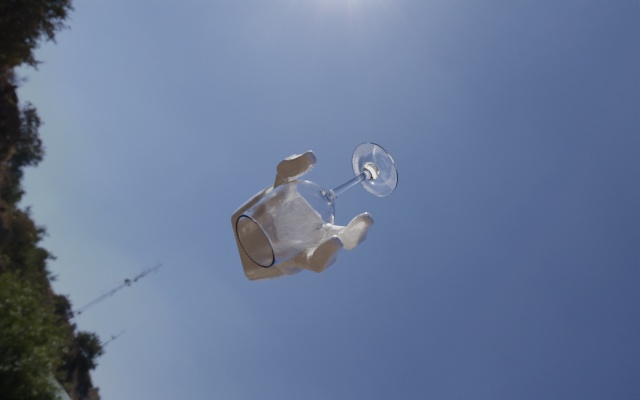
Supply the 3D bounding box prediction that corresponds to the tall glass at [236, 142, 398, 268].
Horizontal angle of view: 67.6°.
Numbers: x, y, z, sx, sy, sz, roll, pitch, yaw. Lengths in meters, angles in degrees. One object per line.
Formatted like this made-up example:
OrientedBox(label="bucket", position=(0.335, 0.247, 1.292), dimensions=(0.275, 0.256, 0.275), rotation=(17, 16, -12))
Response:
OrientedBox(label="tall glass", position=(0.001, 0.001, 0.551), dimensions=(0.201, 0.079, 0.079), rotation=(-31, 20, -37))
